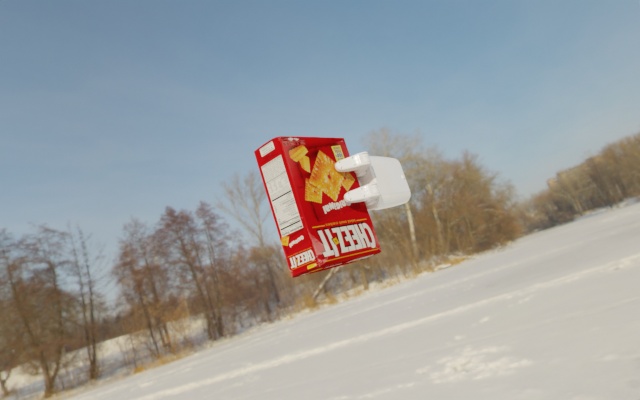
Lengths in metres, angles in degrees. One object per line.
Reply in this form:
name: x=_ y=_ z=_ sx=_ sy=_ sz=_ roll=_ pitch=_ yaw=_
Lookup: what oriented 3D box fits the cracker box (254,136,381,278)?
cracker box: x=0.000 y=0.002 z=0.782 sx=0.072 sy=0.213 sz=0.164 roll=-27 pitch=-14 yaw=40
